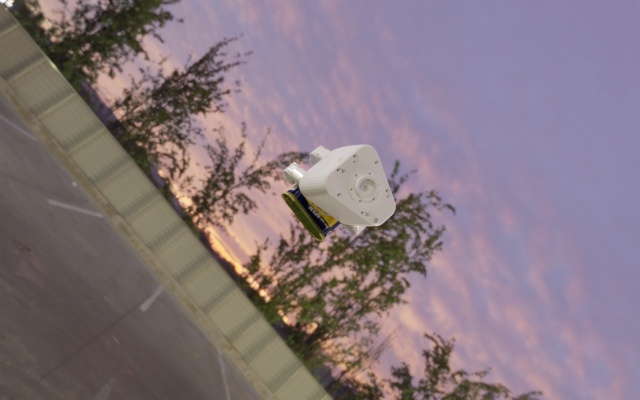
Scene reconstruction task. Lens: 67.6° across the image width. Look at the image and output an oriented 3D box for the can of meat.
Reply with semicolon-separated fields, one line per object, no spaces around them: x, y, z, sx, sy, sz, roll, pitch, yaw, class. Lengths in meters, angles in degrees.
0.000;0.002;0.787;0.084;0.102;0.057;-40;9;-14;can of meat
